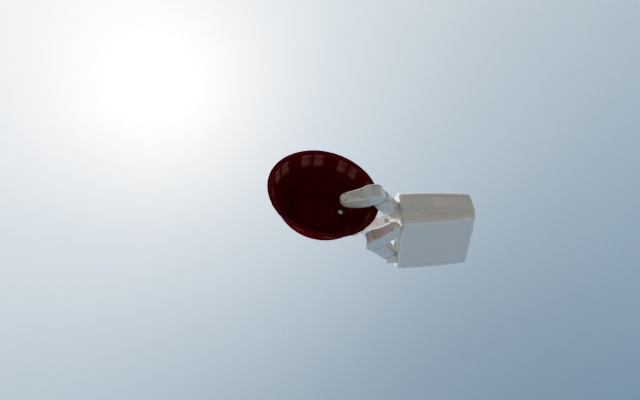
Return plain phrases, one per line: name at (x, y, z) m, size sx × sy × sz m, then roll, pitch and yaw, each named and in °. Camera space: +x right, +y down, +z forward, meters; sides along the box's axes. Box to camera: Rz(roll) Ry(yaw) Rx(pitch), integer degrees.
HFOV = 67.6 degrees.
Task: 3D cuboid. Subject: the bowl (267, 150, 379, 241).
bowl at (-0.001, 0.002, 0.688) m, size 0.162 × 0.162 × 0.055 m, roll 0°, pitch -39°, yaw -16°
